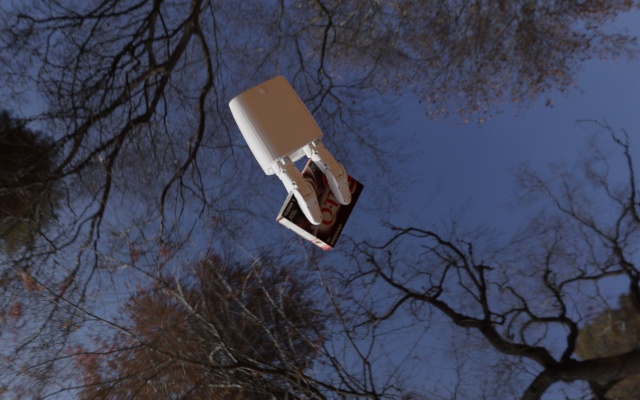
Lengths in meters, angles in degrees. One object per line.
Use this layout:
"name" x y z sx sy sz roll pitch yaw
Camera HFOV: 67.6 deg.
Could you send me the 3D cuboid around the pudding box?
"pudding box" 0.000 0.002 0.692 0.090 0.113 0.039 32 -20 -12
